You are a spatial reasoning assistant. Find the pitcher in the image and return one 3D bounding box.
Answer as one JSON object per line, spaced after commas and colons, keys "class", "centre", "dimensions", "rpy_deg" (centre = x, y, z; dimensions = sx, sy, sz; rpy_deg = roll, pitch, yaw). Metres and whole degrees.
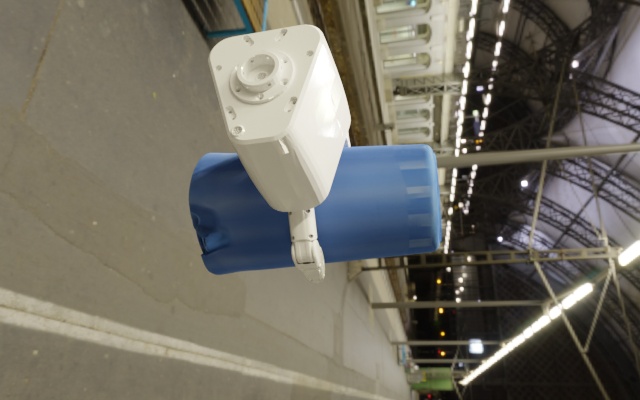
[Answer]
{"class": "pitcher", "centre": [0.000, 0.002, 0.508], "dimensions": [0.243, 0.149, 0.145], "rpy_deg": [-4, -26, 12]}
